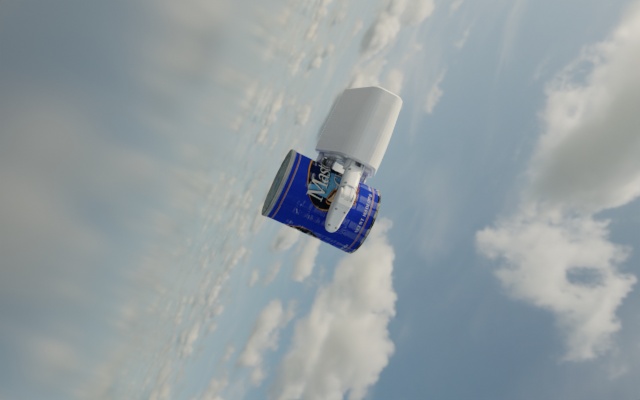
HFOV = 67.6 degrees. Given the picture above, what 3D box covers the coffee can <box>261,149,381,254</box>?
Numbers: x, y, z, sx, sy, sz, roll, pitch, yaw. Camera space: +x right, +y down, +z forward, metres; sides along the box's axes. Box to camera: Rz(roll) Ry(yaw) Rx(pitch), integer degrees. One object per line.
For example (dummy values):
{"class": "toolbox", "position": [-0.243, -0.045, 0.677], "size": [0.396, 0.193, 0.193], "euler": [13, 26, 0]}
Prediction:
{"class": "coffee can", "position": [0.000, 0.002, 0.684], "size": [0.140, 0.103, 0.103], "euler": [25, -5, -11]}
